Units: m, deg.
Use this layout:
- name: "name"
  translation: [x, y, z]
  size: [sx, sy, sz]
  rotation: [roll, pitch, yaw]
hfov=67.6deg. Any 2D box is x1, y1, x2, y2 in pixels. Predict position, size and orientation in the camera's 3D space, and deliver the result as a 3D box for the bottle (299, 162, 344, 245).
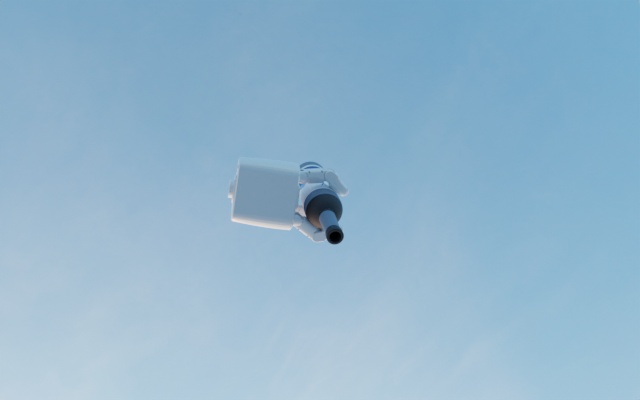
- name: "bottle"
  translation: [0.000, 0.003, 0.864]
  size: [0.069, 0.069, 0.295]
  rotation: [0, 21, -9]
